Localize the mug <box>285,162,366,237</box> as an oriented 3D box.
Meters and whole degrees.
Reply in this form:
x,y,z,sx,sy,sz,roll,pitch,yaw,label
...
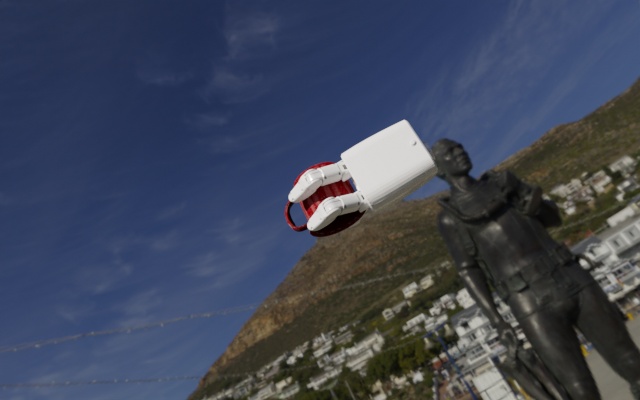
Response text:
x,y,z,sx,sy,sz,roll,pitch,yaw,label
-0.001,0.003,0.720,0.117,0.081,0.093,-30,-25,6,mug
